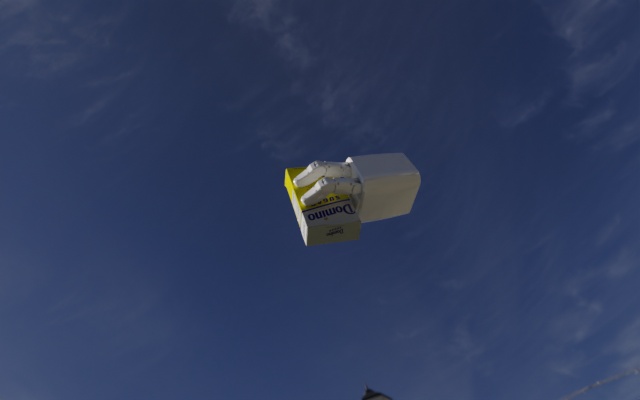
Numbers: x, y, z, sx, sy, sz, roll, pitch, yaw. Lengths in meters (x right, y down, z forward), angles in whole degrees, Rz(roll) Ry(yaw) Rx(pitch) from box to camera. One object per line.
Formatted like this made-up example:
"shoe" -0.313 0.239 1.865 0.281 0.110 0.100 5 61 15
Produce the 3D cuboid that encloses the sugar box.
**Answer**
"sugar box" 0.000 0.002 0.828 0.093 0.048 0.176 -6 35 -14
